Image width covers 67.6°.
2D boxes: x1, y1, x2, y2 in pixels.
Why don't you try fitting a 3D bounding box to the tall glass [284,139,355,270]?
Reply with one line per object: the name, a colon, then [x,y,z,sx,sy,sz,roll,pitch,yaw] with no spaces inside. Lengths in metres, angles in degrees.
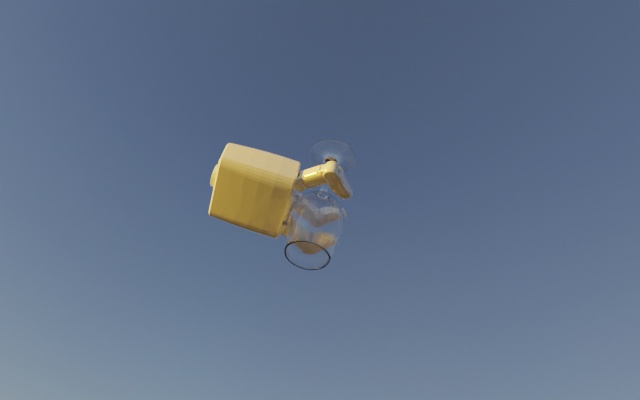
tall glass: [0.000,0.002,0.691,0.079,0.201,0.079,7,-44,7]
